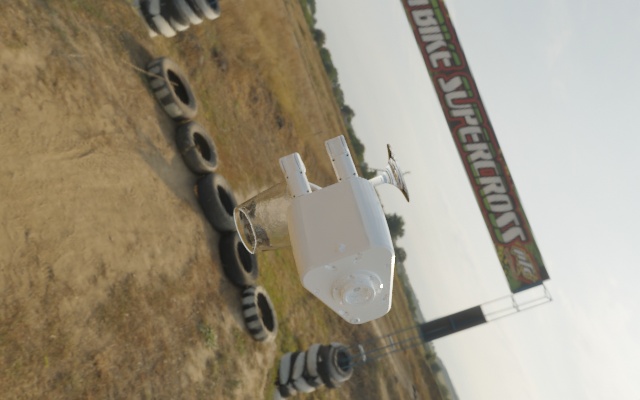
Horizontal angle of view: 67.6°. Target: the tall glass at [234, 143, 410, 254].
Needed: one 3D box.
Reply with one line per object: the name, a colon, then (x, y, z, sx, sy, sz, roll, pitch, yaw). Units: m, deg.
tall glass: (0.001, 0.002, 0.574, 0.201, 0.079, 0.079, -20, -2, 6)
